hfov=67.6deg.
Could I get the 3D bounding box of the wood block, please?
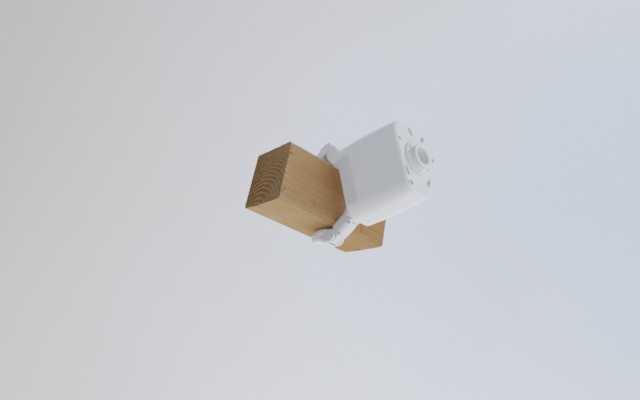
[{"bbox_3d":[0.000,0.003,0.739,0.206,0.090,0.090,27,-27,-33],"label":"wood block"}]
